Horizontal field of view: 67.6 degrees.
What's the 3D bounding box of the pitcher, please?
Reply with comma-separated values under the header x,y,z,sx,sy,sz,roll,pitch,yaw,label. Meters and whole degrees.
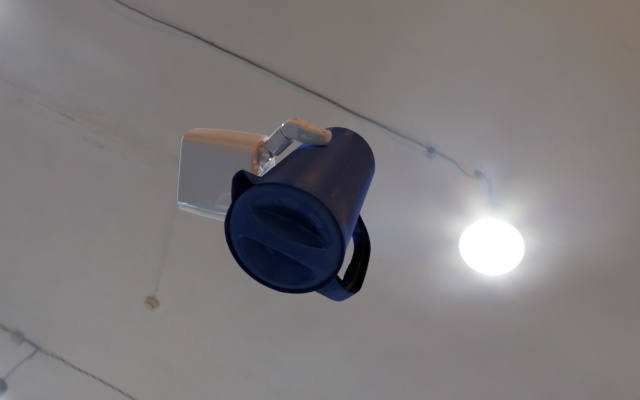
x,y,z,sx,sy,sz,roll,pitch,yaw,label
0.000,0.002,0.591,0.145,0.149,0.242,9,28,15,pitcher
